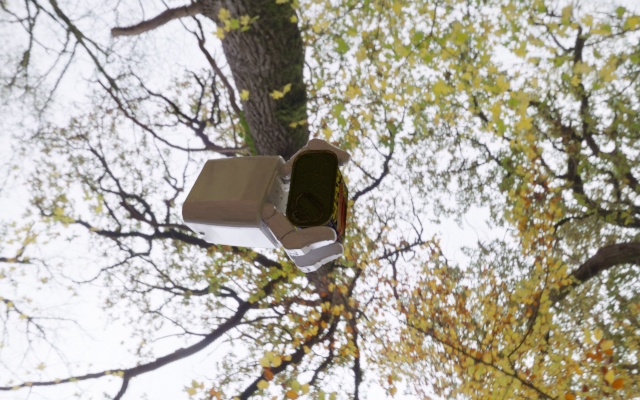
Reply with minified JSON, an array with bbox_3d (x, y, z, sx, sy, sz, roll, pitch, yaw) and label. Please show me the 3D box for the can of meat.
[{"bbox_3d":[0.000,0.002,0.595,0.057,0.102,0.084,-1,-26,15],"label":"can of meat"}]
